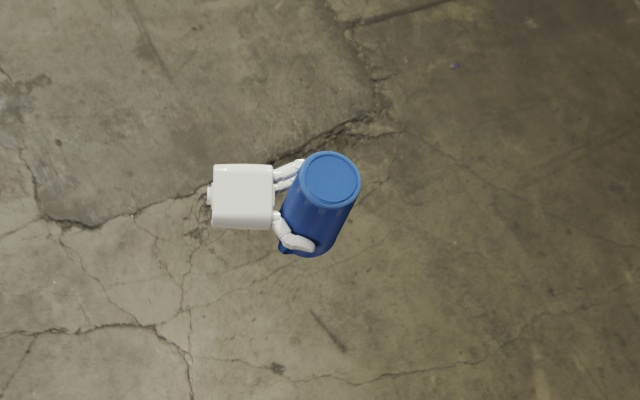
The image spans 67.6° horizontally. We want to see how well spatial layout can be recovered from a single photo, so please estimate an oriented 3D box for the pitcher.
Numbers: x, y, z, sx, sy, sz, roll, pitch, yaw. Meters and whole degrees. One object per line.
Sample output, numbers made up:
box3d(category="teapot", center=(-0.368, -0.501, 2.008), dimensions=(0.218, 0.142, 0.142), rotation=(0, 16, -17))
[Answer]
box3d(category="pitcher", center=(0.000, 0.003, 0.892), dimensions=(0.145, 0.149, 0.243), rotation=(2, -24, -12))
